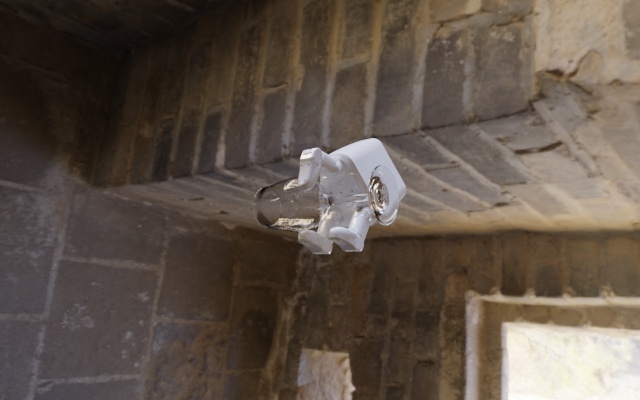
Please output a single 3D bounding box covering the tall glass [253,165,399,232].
[{"bbox_3d":[0.001,0.002,0.648,0.201,0.079,0.079,-6,-4,36],"label":"tall glass"}]
